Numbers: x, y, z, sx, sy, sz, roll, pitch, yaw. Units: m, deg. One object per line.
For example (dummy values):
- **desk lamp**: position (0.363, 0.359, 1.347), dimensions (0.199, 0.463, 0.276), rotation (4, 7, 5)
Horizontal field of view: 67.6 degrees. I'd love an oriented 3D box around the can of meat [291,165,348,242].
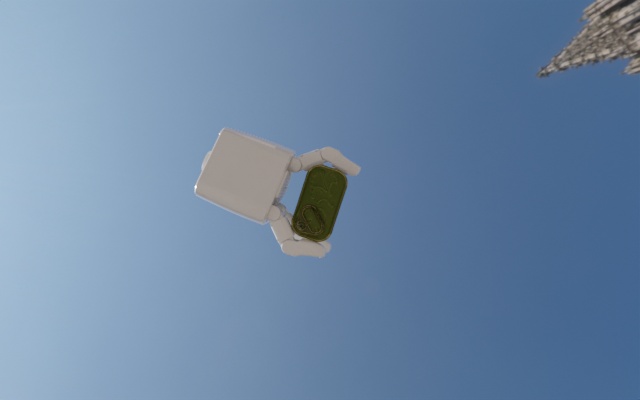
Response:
- **can of meat**: position (0.000, 0.002, 0.682), dimensions (0.057, 0.102, 0.084), rotation (18, 3, 2)
